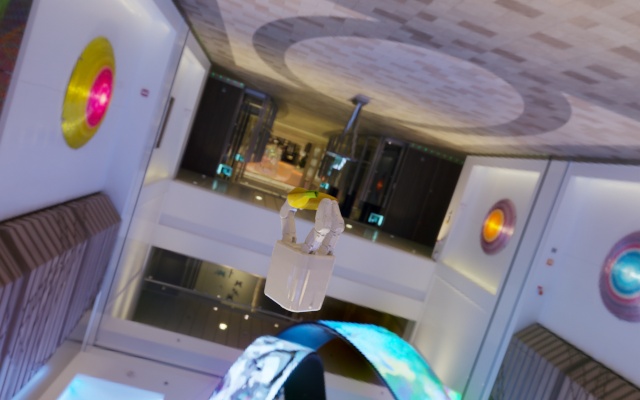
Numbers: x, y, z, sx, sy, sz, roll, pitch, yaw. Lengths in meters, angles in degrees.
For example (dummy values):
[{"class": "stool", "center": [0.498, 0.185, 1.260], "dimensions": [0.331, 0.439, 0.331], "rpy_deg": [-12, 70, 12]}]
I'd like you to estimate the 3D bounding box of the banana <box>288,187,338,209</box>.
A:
[{"class": "banana", "center": [-0.018, -0.001, 0.884], "dimensions": [0.069, 0.037, 0.198], "rpy_deg": [11, 0, 12]}]
